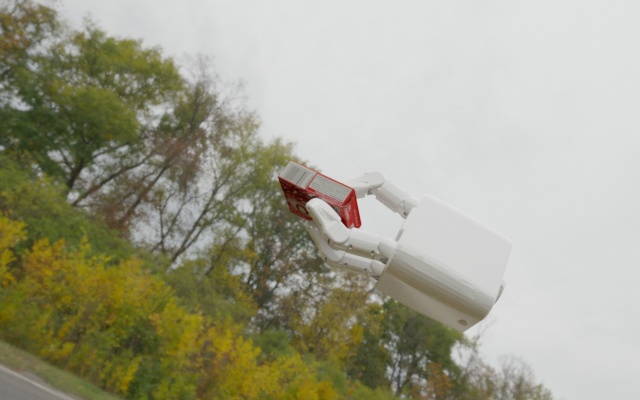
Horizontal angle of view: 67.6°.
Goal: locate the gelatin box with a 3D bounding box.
[{"bbox_3d":[0.000,0.001,0.537,0.089,0.030,0.073,26,-25,24],"label":"gelatin box"}]
